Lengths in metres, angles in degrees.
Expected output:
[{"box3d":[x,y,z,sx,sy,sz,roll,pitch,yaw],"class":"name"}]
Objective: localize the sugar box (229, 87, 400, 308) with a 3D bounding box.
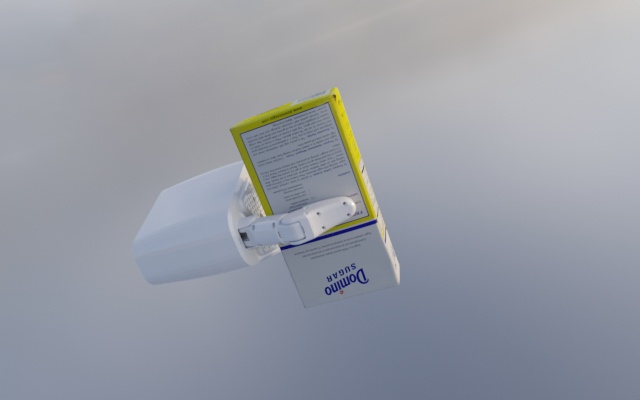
[{"box3d":[0.000,0.001,0.419,0.093,0.176,0.048,-16,18,14],"class":"sugar box"}]
